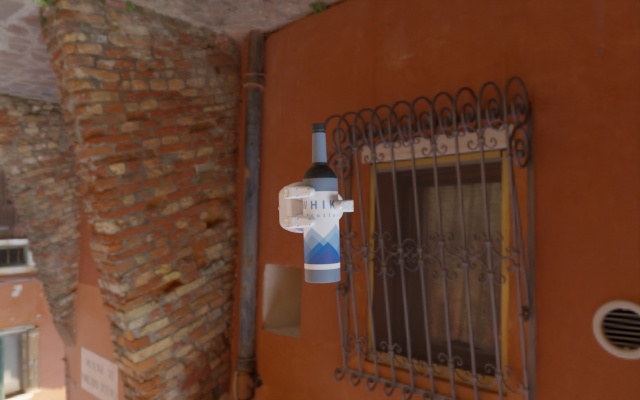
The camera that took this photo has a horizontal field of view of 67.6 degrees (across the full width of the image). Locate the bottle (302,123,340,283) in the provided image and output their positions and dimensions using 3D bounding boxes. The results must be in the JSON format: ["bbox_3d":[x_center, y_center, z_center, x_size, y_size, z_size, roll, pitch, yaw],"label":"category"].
[{"bbox_3d":[0.000,0.003,0.899,0.069,0.295,0.069,-2,-1,0],"label":"bottle"}]
